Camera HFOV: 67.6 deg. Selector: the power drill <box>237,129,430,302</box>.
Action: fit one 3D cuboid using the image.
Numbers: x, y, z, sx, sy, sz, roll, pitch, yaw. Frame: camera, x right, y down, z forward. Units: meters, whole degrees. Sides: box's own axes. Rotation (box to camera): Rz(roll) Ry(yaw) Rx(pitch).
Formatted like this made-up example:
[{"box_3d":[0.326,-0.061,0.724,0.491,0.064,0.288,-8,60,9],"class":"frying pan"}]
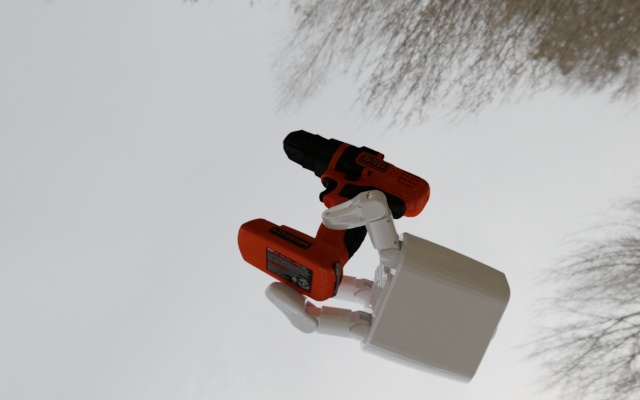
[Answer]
[{"box_3d":[0.000,0.002,0.499,0.184,0.057,0.187,24,48,22],"class":"power drill"}]
